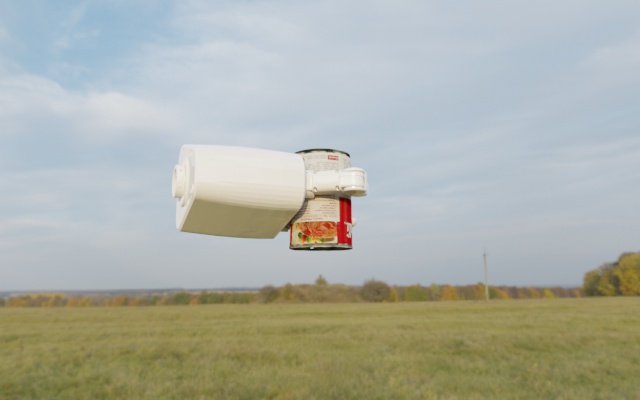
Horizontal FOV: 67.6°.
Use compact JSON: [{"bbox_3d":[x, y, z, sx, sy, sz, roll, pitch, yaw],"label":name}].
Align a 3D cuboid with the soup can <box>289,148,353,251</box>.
[{"bbox_3d":[0.001,0.001,0.514,0.068,0.102,0.068,0,-10,0],"label":"soup can"}]
